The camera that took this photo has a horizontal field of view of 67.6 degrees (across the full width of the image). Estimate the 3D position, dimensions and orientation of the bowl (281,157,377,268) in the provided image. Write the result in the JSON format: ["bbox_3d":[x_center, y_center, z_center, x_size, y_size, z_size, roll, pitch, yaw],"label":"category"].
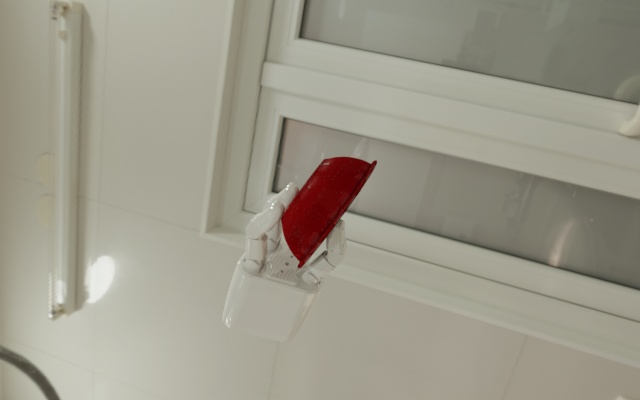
[{"bbox_3d":[0.000,0.001,0.582,0.055,0.162,0.162,37,-1,-1],"label":"bowl"}]
